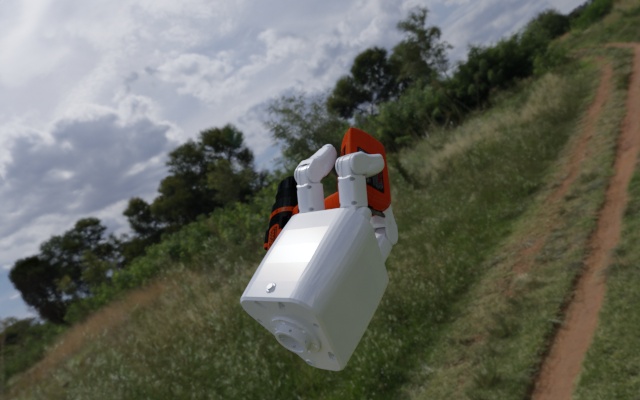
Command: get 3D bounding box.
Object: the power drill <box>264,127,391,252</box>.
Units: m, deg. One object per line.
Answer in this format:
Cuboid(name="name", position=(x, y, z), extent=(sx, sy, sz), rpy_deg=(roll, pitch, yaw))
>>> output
Cuboid(name="power drill", position=(0.000, 0.002, 0.568), extent=(0.057, 0.184, 0.188), rpy_deg=(24, -48, -25))
